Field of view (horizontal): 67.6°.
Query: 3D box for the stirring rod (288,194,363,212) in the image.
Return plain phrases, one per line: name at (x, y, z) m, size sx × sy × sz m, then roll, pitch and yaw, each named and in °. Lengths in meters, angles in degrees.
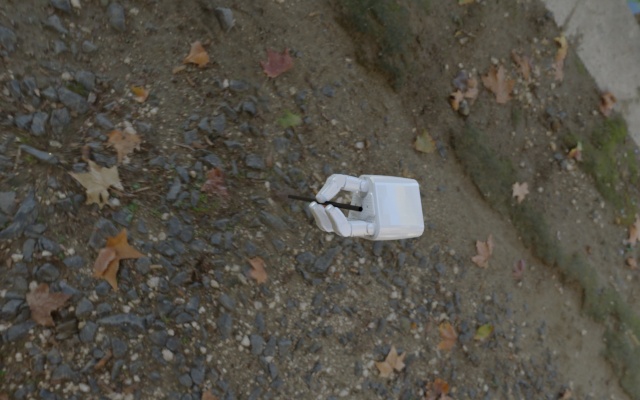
stirring rod at (0.000, 0.003, 0.805) m, size 0.011 × 0.011 × 0.239 m, roll 0°, pitch 5°, yaw -29°
